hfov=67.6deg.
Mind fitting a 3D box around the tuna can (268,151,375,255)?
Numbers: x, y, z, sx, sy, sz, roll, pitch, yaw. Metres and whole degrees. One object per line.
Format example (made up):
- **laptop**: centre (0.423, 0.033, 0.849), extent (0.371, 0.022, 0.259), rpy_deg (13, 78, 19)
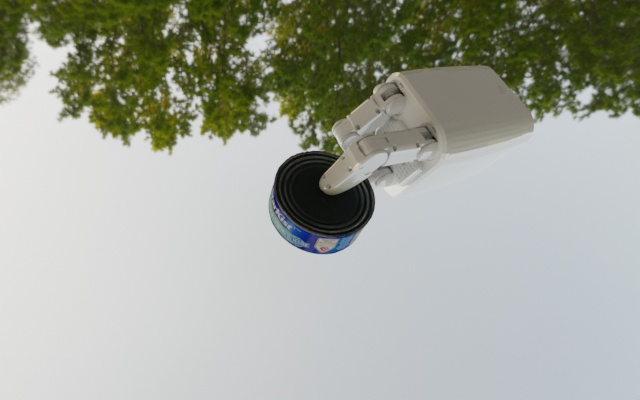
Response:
- **tuna can**: centre (0.000, 0.002, 0.401), extent (0.086, 0.086, 0.034), rpy_deg (0, -34, -19)
